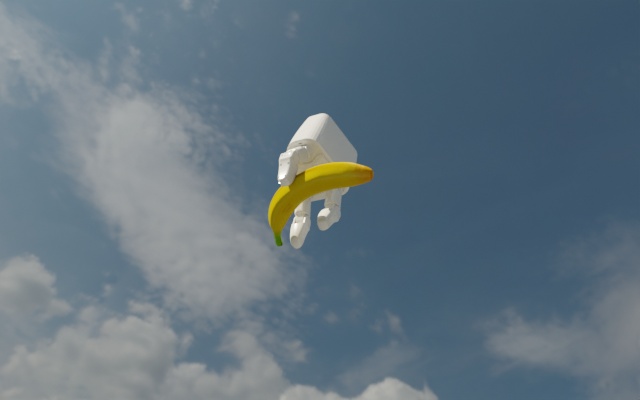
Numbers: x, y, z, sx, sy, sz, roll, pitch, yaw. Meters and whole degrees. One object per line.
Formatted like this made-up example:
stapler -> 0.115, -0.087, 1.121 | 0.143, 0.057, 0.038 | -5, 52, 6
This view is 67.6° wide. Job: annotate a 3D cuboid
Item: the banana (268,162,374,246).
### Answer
banana -> -0.015, -0.009, 0.678 | 0.198, 0.069, 0.037 | -37, 12, 32
